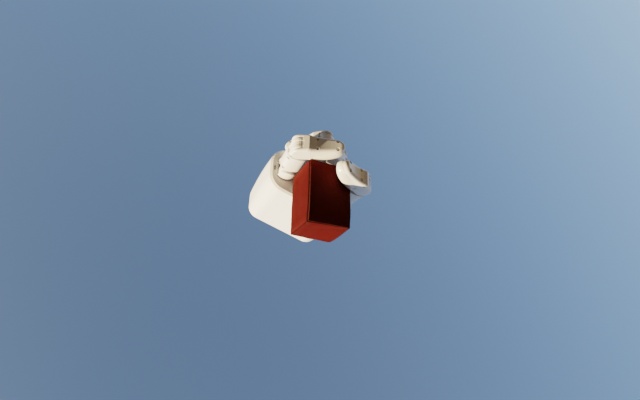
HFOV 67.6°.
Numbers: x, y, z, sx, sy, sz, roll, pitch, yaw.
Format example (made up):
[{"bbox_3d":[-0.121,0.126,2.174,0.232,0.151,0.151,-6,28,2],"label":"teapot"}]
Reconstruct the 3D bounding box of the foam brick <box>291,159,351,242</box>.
[{"bbox_3d":[0.000,0.002,0.548,0.053,0.078,0.051,13,-29,-22],"label":"foam brick"}]
